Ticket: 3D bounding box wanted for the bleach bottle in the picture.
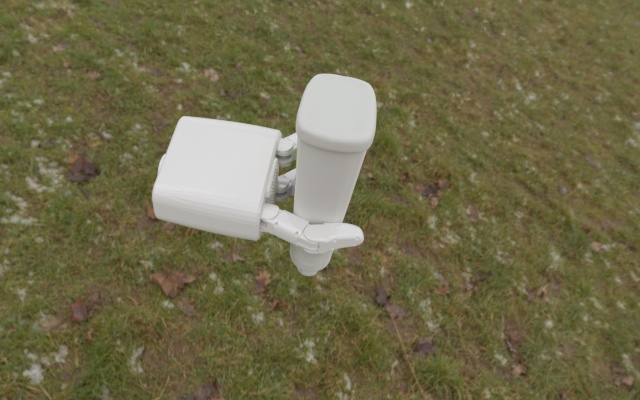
[{"bbox_3d":[0.000,0.002,0.501,0.068,0.102,0.251,11,-45,0],"label":"bleach bottle"}]
